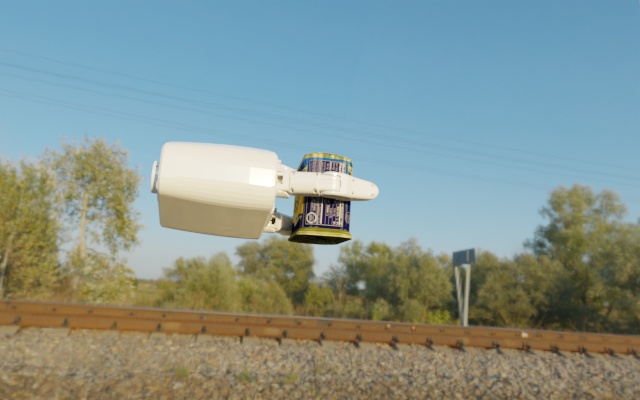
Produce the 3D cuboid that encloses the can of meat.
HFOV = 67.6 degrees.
[{"bbox_3d":[0.000,0.001,0.514,0.057,0.084,0.102,5,-10,-10],"label":"can of meat"}]
